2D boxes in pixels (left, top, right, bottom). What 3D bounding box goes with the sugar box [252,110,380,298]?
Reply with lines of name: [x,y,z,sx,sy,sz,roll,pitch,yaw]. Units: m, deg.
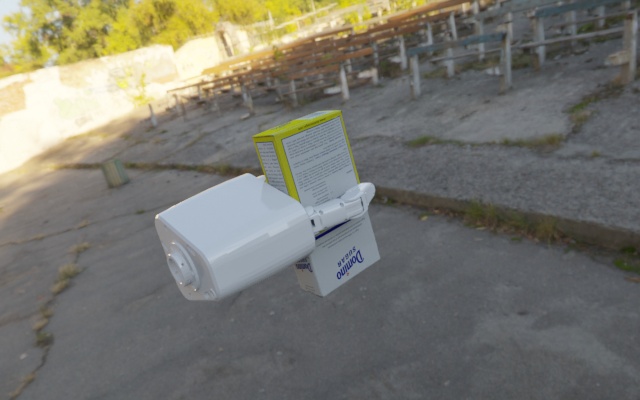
sugar box: [0.000,0.002,0.505,0.093,0.176,0.048,-27,22,-34]
